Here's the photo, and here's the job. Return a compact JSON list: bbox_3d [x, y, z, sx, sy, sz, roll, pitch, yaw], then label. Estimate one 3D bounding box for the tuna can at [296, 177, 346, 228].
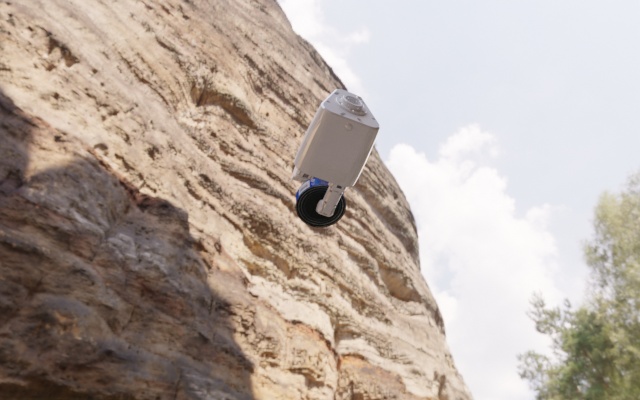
[{"bbox_3d":[0.000,0.002,0.819,0.086,0.086,0.033,0,33,-3],"label":"tuna can"}]
